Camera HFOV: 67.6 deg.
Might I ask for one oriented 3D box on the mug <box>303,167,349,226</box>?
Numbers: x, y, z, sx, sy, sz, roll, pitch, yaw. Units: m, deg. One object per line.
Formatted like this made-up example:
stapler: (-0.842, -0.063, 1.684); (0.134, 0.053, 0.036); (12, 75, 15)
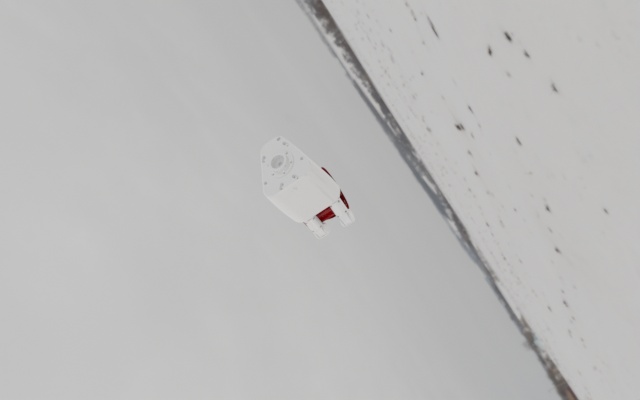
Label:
mug: (0.001, 0.004, 0.899); (0.081, 0.093, 0.117); (-33, -35, 10)
